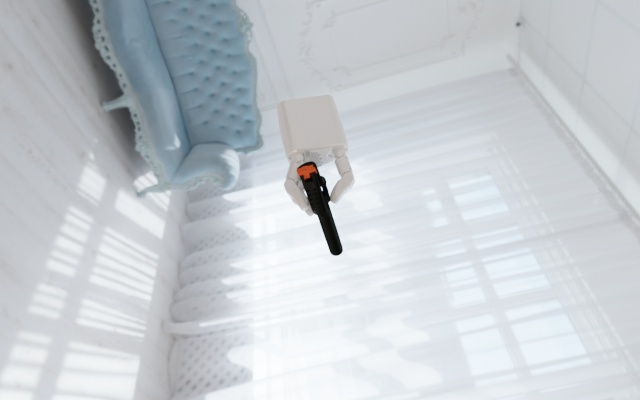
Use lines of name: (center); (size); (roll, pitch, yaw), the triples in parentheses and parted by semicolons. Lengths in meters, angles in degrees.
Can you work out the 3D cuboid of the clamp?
clamp: (0.001, 0.002, 0.820); (0.036, 0.164, 0.210); (-17, -19, 5)
